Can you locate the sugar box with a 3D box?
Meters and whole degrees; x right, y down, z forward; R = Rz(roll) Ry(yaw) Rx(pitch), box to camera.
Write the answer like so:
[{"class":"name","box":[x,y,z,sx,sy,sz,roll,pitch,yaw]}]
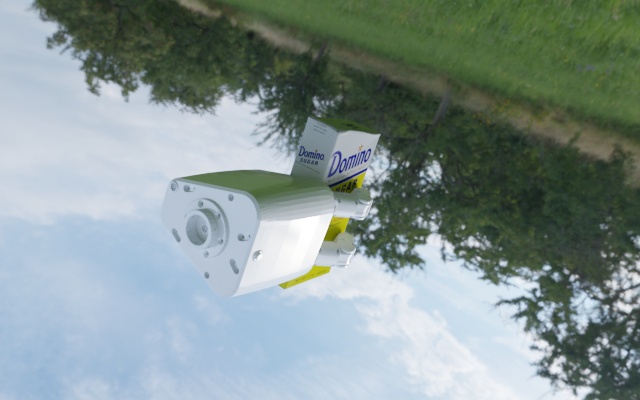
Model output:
[{"class":"sugar box","box":[0.000,0.002,0.511,0.048,0.176,0.093,30,20,26]}]
